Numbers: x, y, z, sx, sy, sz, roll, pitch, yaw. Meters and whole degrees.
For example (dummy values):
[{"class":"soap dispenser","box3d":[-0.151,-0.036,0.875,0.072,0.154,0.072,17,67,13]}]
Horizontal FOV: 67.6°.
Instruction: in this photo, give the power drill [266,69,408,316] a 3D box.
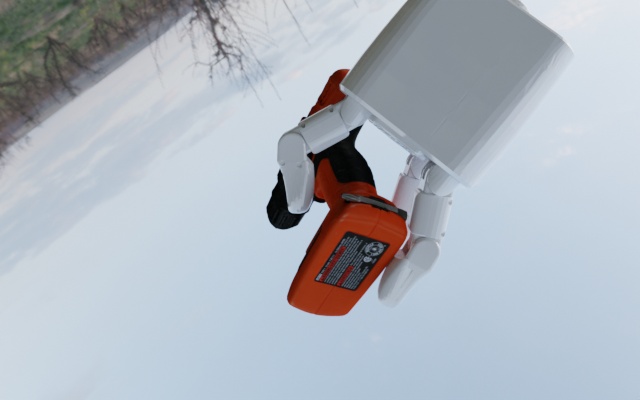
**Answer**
[{"class":"power drill","box3d":[0.000,0.001,0.409,0.057,0.184,0.187,15,36,-21]}]
